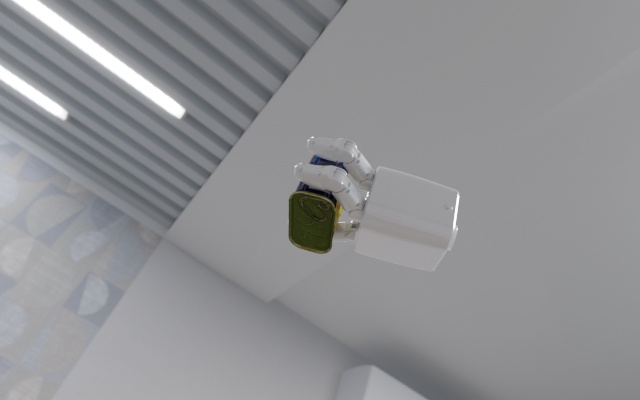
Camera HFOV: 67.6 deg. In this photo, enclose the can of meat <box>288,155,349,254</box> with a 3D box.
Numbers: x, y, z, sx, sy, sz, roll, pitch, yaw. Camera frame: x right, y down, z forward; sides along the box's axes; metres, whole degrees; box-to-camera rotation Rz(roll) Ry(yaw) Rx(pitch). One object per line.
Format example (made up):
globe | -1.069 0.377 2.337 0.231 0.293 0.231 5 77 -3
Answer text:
can of meat | 0.000 0.002 0.606 0.057 0.102 0.084 14 46 10
